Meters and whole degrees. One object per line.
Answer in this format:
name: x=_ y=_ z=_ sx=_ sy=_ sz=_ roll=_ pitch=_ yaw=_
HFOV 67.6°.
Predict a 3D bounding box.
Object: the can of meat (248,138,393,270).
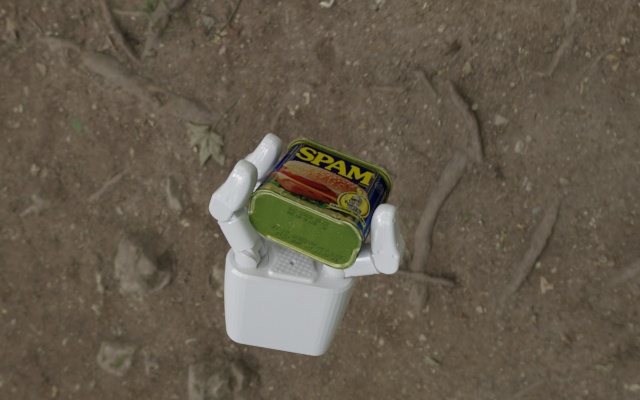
can of meat: x=0.000 y=0.001 z=0.405 sx=0.102 sy=0.057 sz=0.084 roll=23 pitch=40 yaw=9
